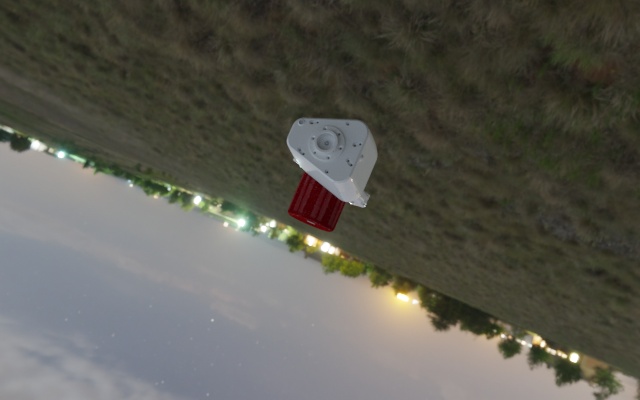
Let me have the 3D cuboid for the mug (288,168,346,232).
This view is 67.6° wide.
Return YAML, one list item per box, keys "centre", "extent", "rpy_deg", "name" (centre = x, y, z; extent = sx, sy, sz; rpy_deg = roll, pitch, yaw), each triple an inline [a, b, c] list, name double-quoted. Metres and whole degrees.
- centre: [0.000, 0.003, 0.790]
  extent: [0.093, 0.081, 0.117]
  rpy_deg: [21, -8, 15]
  name: "mug"
